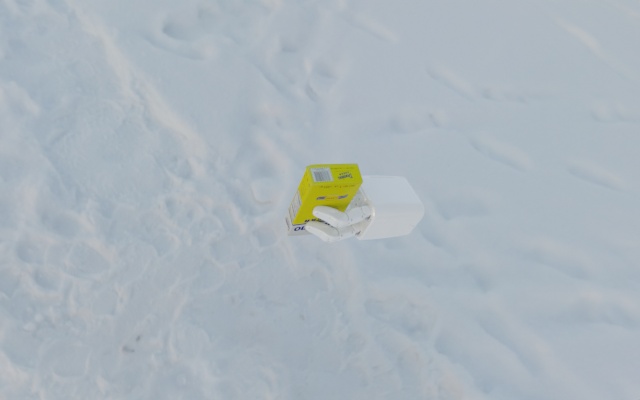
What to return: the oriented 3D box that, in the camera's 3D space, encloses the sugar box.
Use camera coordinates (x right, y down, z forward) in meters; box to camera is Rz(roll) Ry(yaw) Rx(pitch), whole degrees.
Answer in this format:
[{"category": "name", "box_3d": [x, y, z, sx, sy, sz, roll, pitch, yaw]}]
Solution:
[{"category": "sugar box", "box_3d": [0.000, 0.003, 0.844, 0.093, 0.048, 0.176, -3, -33, -20]}]
